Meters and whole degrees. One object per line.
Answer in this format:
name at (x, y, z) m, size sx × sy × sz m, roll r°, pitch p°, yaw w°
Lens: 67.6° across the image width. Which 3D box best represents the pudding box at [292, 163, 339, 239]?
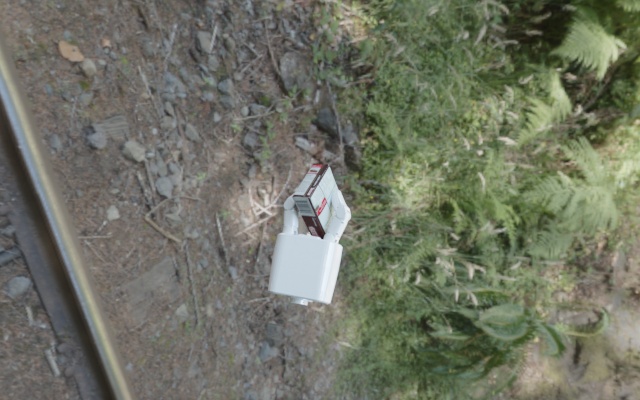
pudding box at (0.000, 0.003, 0.874) m, size 0.039 × 0.114 × 0.090 m, roll 6°, pitch 47°, yaw 29°
